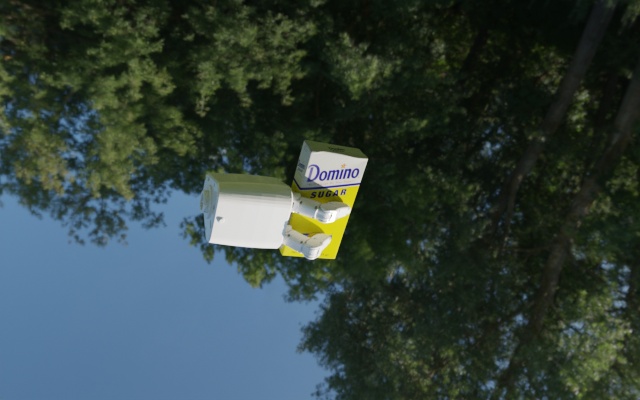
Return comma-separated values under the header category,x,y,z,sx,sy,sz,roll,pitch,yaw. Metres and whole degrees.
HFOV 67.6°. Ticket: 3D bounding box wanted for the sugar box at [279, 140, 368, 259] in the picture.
category,x,y,z,sx,sy,sz,roll,pitch,yaw
sugar box,0.000,0.003,0.724,0.093,0.176,0.048,6,27,-23
